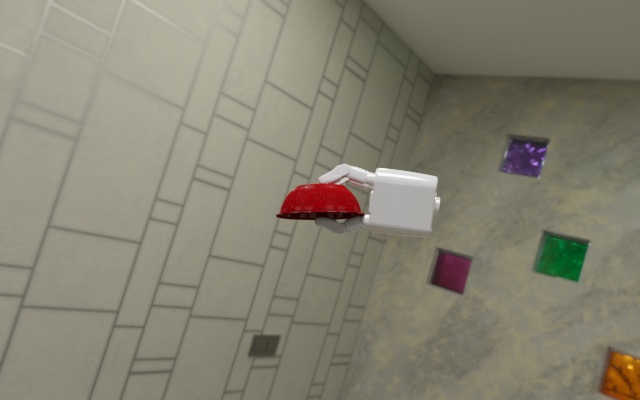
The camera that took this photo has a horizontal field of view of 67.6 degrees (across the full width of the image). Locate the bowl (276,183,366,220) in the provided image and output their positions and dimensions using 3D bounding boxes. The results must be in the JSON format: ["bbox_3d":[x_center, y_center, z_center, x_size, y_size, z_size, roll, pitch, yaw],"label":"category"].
[{"bbox_3d":[-0.001,0.002,0.862,0.162,0.055,0.162,-1,-7,0],"label":"bowl"}]
